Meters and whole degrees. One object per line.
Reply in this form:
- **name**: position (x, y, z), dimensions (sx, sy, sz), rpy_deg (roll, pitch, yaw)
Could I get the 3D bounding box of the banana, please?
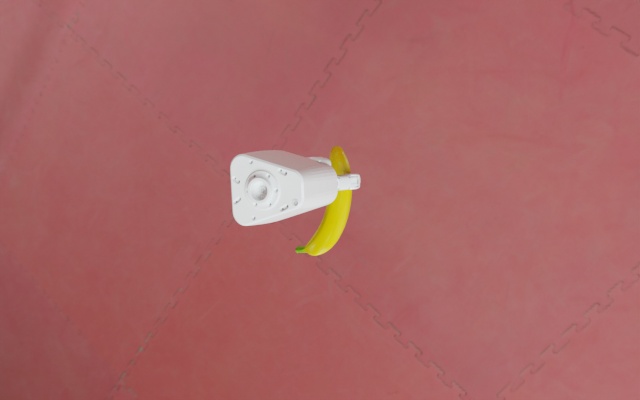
- **banana**: position (0.015, 0.013, 0.772), dimensions (0.069, 0.198, 0.037), rpy_deg (26, 16, 19)
